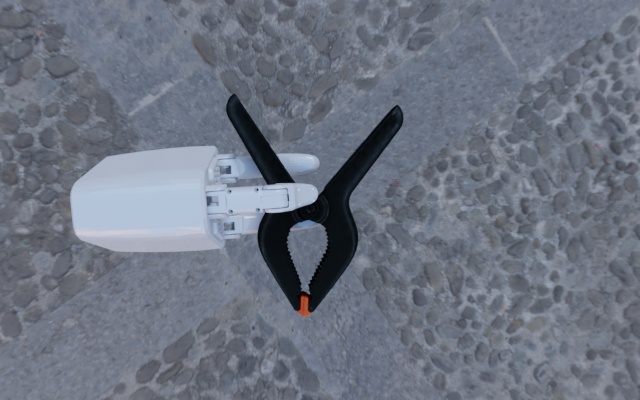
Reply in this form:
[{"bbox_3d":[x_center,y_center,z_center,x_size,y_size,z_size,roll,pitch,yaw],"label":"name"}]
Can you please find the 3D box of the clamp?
[{"bbox_3d":[0.000,0.002,0.450,0.164,0.210,0.036,-3,3,-1],"label":"clamp"}]
